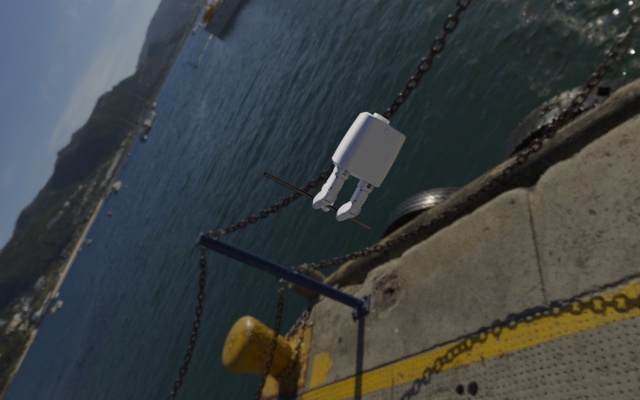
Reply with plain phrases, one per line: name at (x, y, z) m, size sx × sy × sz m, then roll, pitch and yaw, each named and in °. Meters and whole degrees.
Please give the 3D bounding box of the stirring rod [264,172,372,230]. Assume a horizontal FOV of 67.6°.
stirring rod at (0.000, 0.003, 0.895) m, size 0.239 × 0.011 × 0.011 m, roll 27°, pitch -11°, yaw -22°
